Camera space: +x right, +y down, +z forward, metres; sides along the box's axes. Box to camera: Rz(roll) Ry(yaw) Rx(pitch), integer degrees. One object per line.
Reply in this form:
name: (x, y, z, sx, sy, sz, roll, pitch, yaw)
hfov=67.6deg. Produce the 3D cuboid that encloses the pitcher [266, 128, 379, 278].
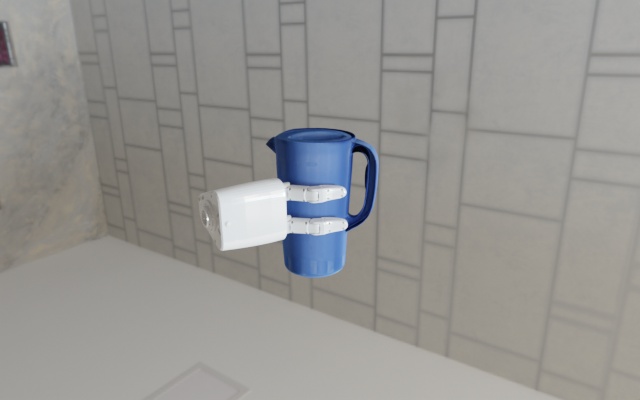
pitcher: (0.000, 0.003, 0.805, 0.145, 0.243, 0.149, -11, 21, -29)
